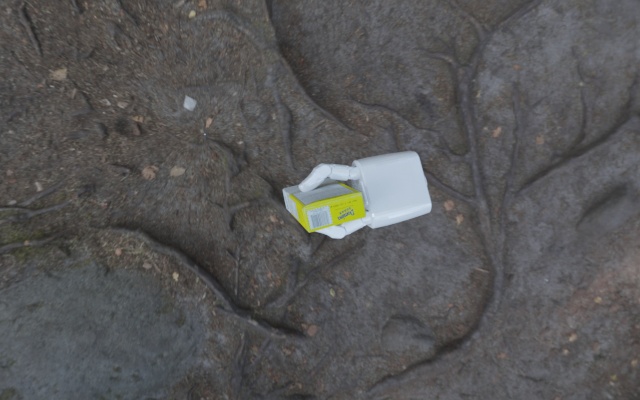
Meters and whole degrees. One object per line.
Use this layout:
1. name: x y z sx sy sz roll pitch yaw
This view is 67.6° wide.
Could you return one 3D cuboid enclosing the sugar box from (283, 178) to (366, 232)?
1. sugar box: 0.000 0.003 0.774 0.093 0.048 0.176 -14 11 -11
